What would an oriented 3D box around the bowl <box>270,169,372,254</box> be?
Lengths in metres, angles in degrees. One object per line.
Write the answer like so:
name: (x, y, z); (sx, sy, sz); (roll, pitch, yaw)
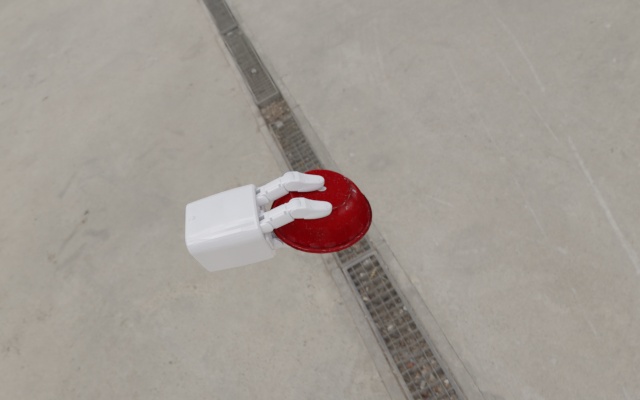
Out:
bowl: (0.001, 0.002, 0.729); (0.162, 0.055, 0.162); (0, 45, 0)
